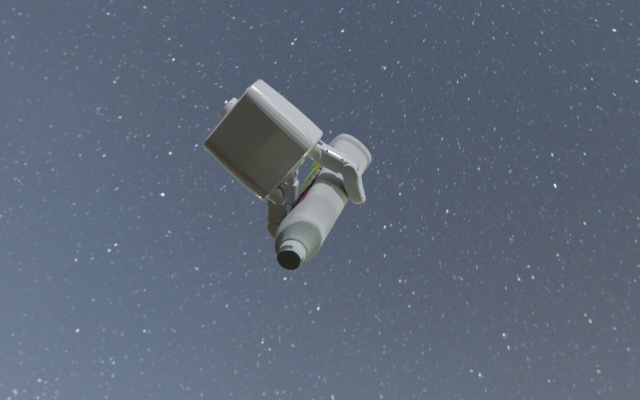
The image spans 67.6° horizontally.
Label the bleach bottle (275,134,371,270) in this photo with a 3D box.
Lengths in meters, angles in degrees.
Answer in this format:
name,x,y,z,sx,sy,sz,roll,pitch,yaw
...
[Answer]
name,x,y,z,sx,sy,sz,roll,pitch,yaw
bleach bottle,0.000,0.002,0.635,0.103,0.068,0.250,-46,9,31
